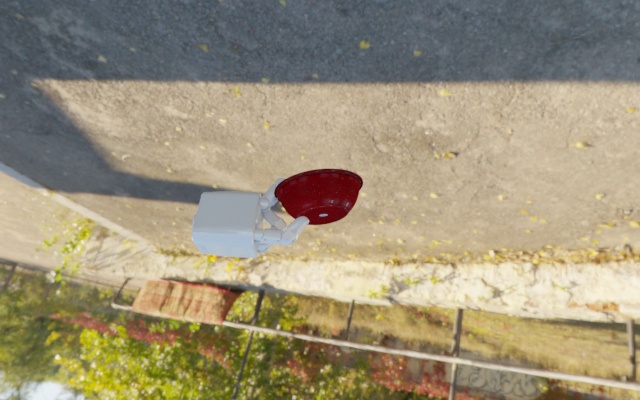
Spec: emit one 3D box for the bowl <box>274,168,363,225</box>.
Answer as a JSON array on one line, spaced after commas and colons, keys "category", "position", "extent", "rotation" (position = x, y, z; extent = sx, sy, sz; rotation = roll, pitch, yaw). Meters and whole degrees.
[{"category": "bowl", "position": [0.001, 0.003, 0.847], "extent": [0.162, 0.055, 0.162], "rotation": [-7, -22, -3]}]
